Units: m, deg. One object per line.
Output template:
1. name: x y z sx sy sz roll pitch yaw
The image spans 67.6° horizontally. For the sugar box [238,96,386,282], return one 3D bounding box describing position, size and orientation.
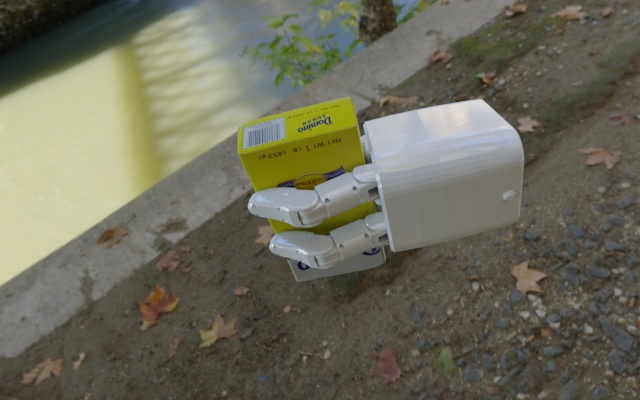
1. sugar box: 0.000 0.002 0.418 0.093 0.048 0.176 -12 -46 7
